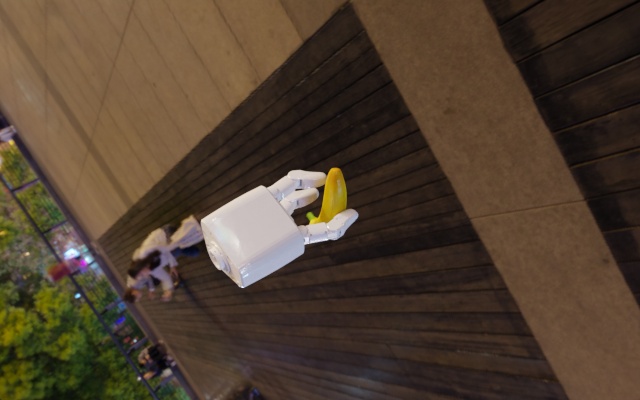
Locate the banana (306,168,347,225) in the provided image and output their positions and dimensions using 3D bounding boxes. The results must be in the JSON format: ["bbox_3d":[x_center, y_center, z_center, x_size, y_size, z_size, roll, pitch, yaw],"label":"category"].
[{"bbox_3d":[0.009,0.019,0.767,0.037,0.069,0.198,-25,-14,-24],"label":"banana"}]
